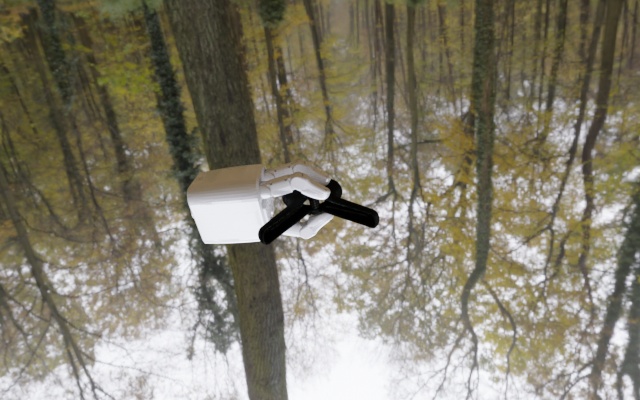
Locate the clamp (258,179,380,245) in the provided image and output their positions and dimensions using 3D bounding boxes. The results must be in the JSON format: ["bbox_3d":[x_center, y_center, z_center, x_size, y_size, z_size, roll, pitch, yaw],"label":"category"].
[{"bbox_3d":[0.000,0.003,0.720,0.164,0.036,0.210,-5,23,4],"label":"clamp"}]
